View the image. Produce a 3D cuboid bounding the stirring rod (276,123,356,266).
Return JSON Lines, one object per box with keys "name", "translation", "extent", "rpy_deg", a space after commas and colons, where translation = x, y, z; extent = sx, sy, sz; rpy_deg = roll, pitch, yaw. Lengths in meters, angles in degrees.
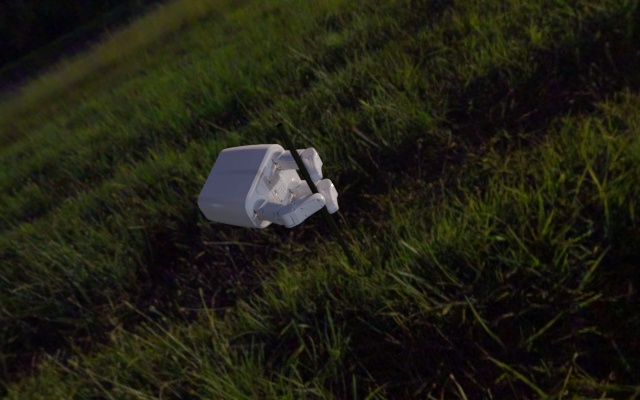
{"name": "stirring rod", "translation": [0.000, 0.002, 0.608], "extent": [0.011, 0.240, 0.011], "rpy_deg": [-18, 36, 14]}
